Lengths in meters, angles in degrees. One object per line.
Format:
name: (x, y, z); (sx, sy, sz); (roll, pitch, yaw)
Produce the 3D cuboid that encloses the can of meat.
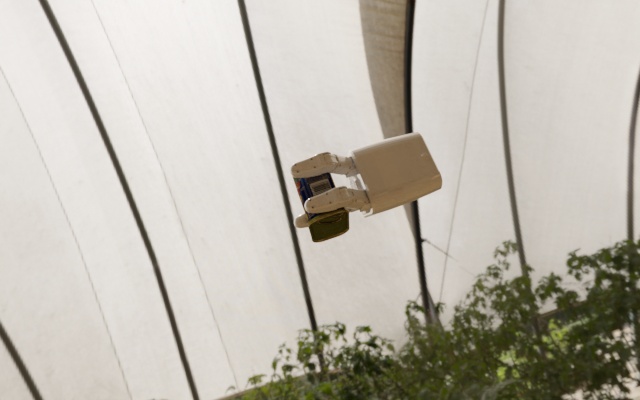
can of meat: (0.000, 0.002, 0.675); (0.057, 0.084, 0.102); (-19, -21, -3)
